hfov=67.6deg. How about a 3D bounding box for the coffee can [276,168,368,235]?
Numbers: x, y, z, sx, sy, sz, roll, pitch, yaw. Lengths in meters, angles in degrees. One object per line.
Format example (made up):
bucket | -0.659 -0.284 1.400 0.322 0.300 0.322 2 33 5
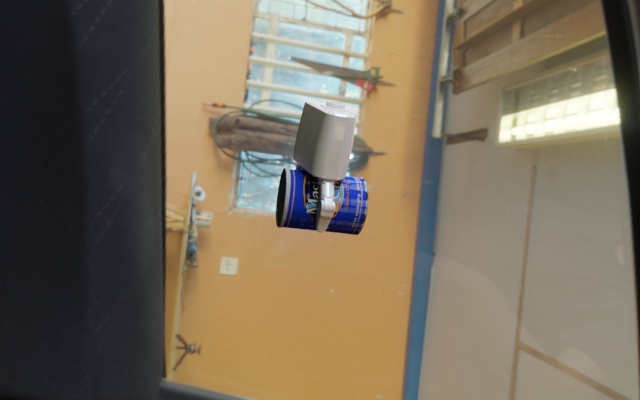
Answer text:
coffee can | 0.000 0.003 0.827 0.140 0.103 0.103 7 -2 -13
